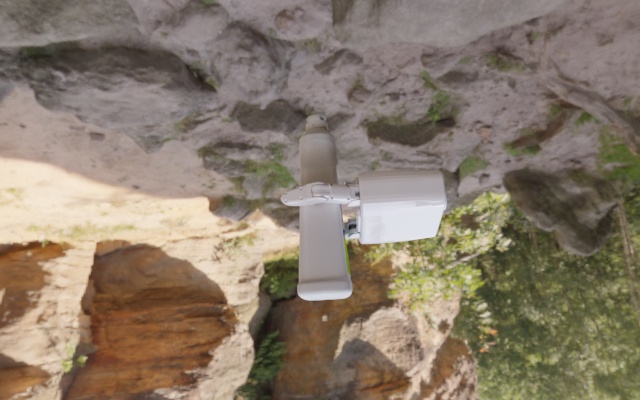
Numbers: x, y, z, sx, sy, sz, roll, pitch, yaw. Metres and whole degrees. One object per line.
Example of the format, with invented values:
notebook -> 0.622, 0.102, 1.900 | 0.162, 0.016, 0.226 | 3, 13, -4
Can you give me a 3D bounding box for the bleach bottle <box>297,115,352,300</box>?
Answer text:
bleach bottle -> 0.000, 0.002, 0.637 | 0.068, 0.250, 0.102 | -4, -16, 2
